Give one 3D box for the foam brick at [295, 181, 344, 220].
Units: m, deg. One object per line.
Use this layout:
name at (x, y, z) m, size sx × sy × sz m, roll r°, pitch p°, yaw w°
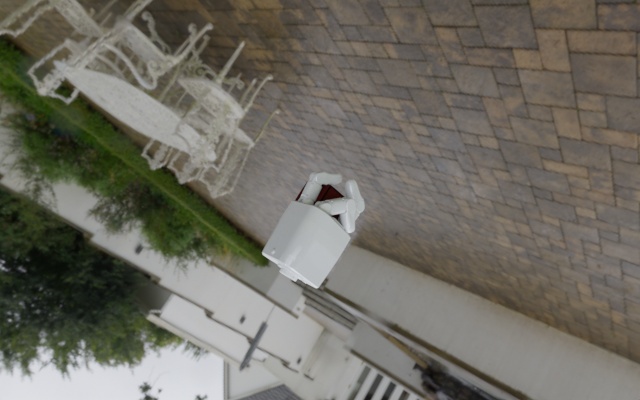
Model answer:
foam brick at (0.000, 0.003, 0.851) m, size 0.053 × 0.051 × 0.078 m, roll 39°, pitch -14°, yaw -31°
